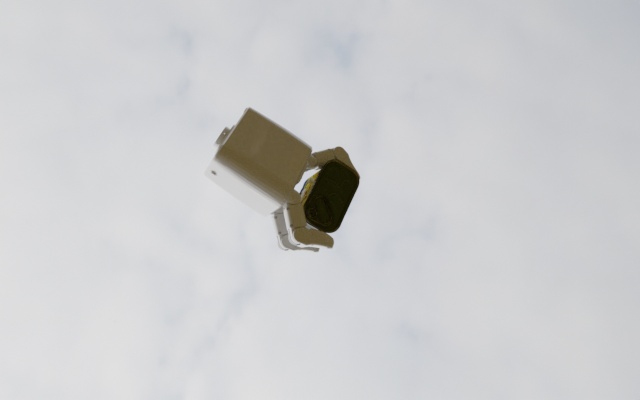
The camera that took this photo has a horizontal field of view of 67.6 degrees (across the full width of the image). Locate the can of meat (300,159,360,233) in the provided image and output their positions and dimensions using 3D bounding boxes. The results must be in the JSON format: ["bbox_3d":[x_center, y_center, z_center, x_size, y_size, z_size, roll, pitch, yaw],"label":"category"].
[{"bbox_3d":[0.000,0.002,0.677,0.057,0.102,0.084,31,-23,-14],"label":"can of meat"}]
